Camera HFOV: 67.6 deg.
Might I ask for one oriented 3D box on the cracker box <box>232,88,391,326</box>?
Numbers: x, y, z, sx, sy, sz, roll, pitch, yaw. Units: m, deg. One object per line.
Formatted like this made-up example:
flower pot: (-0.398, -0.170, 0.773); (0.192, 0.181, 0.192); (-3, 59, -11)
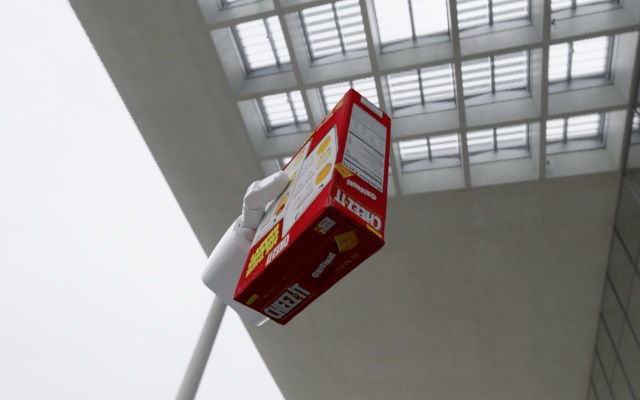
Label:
cracker box: (0.000, 0.001, 0.512); (0.072, 0.213, 0.164); (32, -53, -16)
